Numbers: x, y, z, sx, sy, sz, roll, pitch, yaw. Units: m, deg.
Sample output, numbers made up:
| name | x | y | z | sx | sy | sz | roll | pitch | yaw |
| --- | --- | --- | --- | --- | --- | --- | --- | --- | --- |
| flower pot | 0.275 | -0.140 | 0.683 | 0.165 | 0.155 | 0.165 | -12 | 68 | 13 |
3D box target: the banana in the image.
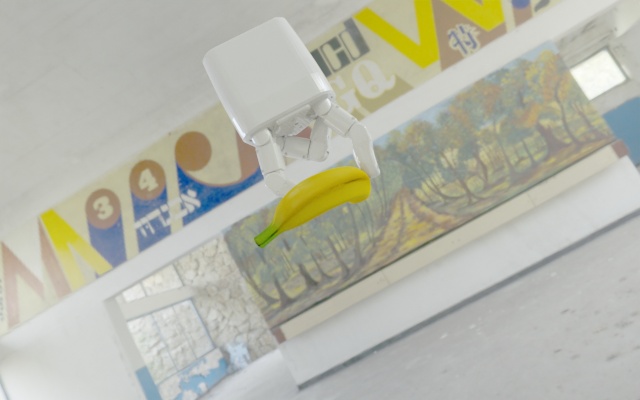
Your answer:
| name | x | y | z | sx | sy | sz | roll | pitch | yaw |
| --- | --- | --- | --- | --- | --- | --- | --- | --- | --- |
| banana | 0.011 | -0.007 | 0.479 | 0.070 | 0.037 | 0.198 | -36 | -9 | 33 |
